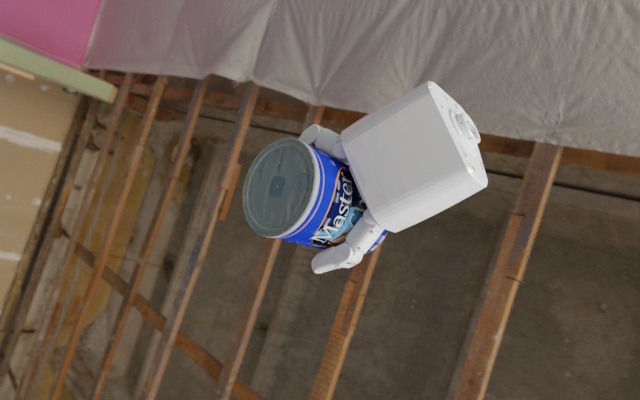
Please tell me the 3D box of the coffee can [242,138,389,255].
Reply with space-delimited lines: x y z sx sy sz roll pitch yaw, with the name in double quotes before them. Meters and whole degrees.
"coffee can" 0.000 0.002 0.526 0.103 0.103 0.140 0 -13 41
